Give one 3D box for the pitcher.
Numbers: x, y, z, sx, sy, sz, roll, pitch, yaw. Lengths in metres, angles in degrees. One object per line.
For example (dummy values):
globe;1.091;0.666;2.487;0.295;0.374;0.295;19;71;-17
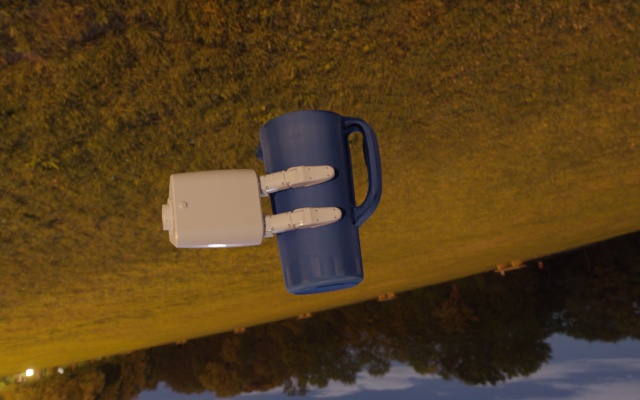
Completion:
pitcher;0.000;0.002;0.672;0.145;0.242;0.149;-2;-16;-23
